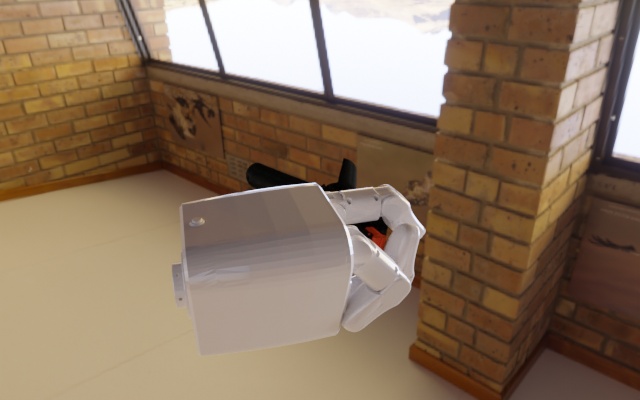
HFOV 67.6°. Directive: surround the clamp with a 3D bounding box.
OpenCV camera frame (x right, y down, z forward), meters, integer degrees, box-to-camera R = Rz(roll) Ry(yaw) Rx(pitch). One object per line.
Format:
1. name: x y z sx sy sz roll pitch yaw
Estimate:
1. clamp: 0.000 0.002 0.441 0.120 0.039 0.171 -6 27 -15
